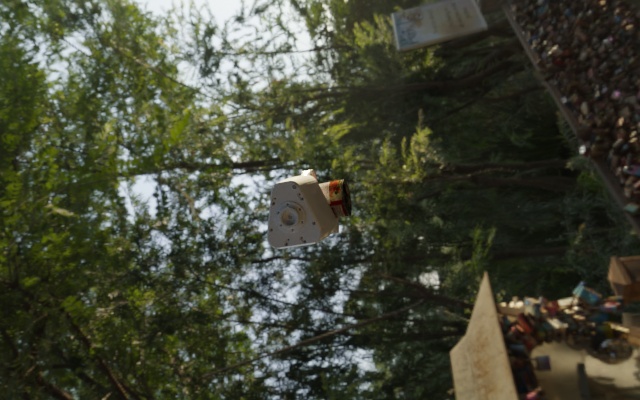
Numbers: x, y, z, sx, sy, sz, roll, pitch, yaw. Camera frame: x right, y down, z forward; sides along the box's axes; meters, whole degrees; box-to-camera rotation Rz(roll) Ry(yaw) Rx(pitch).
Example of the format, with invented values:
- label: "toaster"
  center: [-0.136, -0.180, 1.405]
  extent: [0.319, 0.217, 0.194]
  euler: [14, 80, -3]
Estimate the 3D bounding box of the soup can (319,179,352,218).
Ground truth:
- label: "soup can"
  center: [0.000, 0.003, 0.875]
  extent: [0.102, 0.068, 0.068]
  euler: [-10, -2, 13]
